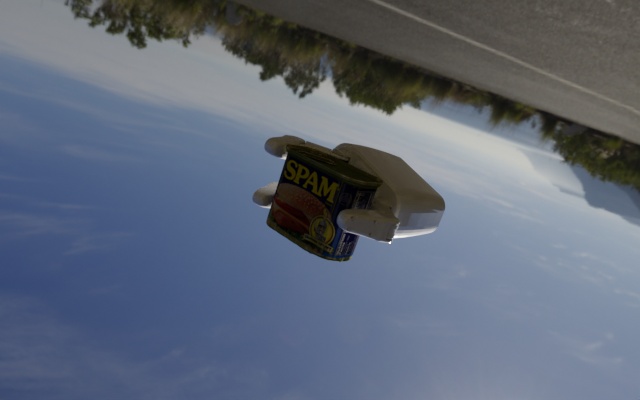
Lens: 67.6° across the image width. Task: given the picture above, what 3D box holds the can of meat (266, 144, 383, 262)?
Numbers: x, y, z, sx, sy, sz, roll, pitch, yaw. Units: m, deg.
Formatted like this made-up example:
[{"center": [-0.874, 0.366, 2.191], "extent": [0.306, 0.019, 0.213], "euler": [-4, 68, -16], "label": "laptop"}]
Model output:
[{"center": [0.000, 0.002, 0.470], "extent": [0.102, 0.084, 0.057], "euler": [29, 18, 36], "label": "can of meat"}]
